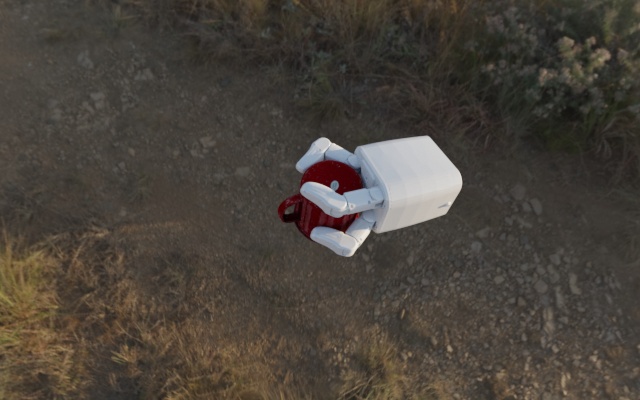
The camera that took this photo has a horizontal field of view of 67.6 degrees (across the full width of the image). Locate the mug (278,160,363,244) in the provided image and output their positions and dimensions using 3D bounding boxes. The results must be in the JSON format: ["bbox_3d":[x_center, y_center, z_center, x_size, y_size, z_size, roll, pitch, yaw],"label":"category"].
[{"bbox_3d":[-0.001,0.002,0.637,0.117,0.093,0.081,-11,-30,-13],"label":"mug"}]
